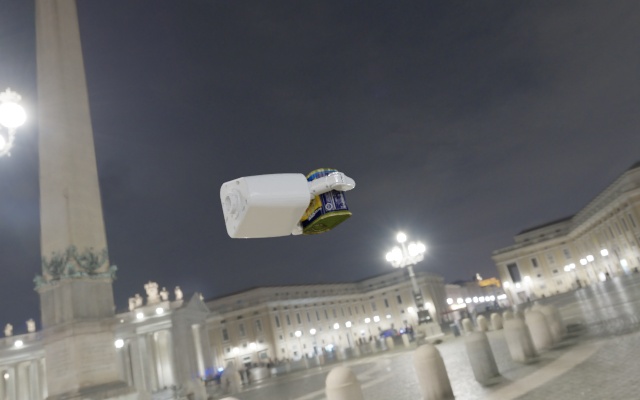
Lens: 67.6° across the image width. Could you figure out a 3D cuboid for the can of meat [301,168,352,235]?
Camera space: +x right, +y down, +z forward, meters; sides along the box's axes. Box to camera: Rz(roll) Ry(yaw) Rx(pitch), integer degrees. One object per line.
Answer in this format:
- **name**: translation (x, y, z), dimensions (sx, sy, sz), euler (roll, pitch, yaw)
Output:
- **can of meat**: translation (0.000, 0.002, 0.813), dimensions (0.057, 0.084, 0.102), euler (-4, -20, -31)
